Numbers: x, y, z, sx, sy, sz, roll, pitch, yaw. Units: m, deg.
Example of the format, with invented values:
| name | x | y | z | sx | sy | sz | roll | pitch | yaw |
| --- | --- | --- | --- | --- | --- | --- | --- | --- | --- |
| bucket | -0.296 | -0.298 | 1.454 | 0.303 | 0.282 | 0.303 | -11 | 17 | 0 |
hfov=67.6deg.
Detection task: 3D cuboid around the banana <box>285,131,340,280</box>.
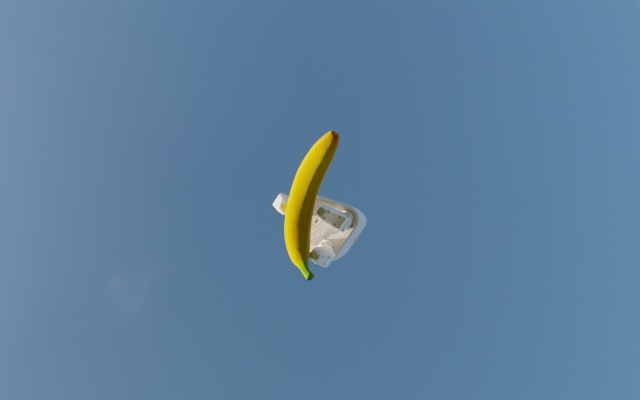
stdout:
| name | x | y | z | sx | sy | sz | roll | pitch | yaw |
| --- | --- | --- | --- | --- | --- | --- | --- | --- | --- |
| banana | -0.015 | 0.003 | 0.646 | 0.069 | 0.198 | 0.037 | 10 | 2 | 38 |
